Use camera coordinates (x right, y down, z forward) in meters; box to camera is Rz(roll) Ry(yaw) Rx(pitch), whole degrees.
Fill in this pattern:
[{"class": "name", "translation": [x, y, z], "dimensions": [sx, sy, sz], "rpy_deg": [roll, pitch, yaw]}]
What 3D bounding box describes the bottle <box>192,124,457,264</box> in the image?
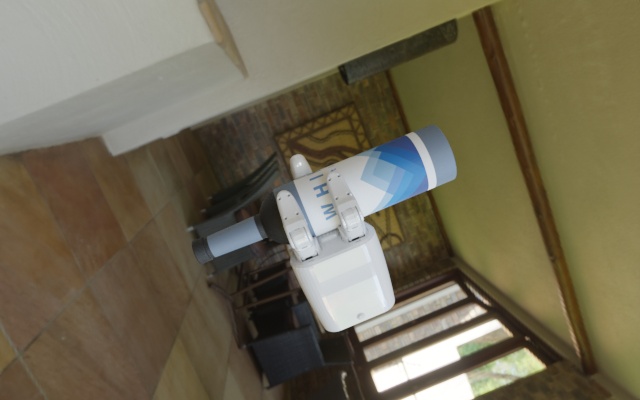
[{"class": "bottle", "translation": [0.000, 0.002, 0.529], "dimensions": [0.296, 0.069, 0.069], "rpy_deg": [-22, 0, -1]}]
